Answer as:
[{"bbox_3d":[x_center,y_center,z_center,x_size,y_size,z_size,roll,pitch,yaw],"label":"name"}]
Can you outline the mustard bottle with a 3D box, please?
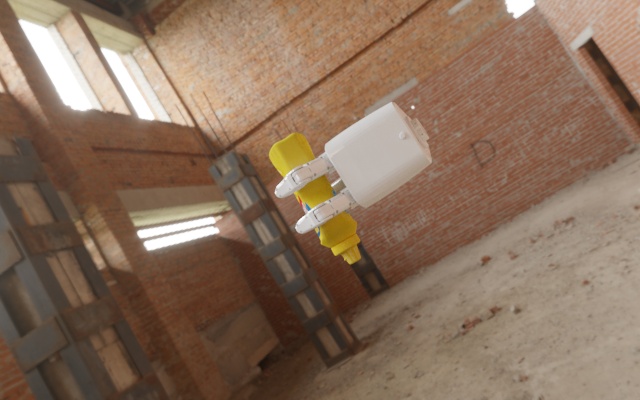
[{"bbox_3d":[0.000,0.002,0.667,0.058,0.191,0.096,-31,-5,-6],"label":"mustard bottle"}]
